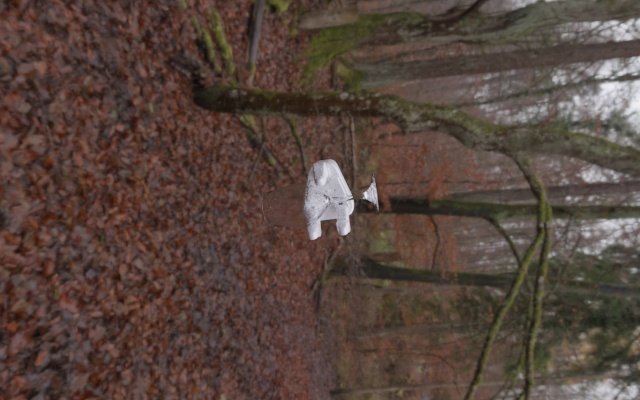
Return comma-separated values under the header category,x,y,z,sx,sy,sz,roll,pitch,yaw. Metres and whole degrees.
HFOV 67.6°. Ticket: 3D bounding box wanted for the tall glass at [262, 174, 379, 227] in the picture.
category,x,y,z,sx,sy,sz,roll,pitch,yaw
tall glass,0.001,0.003,0.855,0.201,0.079,0.079,-8,-1,5
